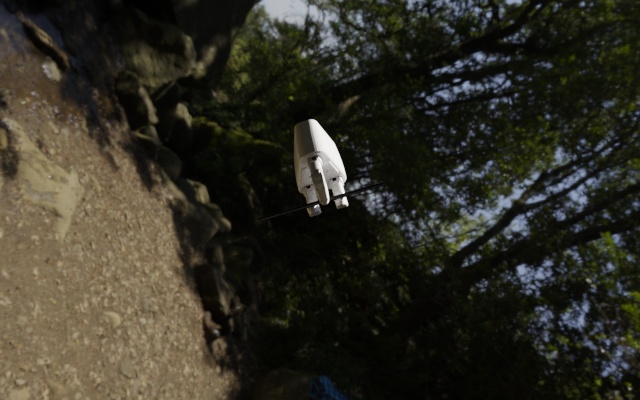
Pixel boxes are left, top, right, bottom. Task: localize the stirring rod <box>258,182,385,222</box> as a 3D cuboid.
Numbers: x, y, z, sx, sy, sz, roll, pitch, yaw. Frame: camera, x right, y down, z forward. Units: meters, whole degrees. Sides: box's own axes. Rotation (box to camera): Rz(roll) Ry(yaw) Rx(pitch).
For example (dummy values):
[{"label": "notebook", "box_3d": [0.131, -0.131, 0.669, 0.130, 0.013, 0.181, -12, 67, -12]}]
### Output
[{"label": "stirring rod", "box_3d": [0.000, 0.003, 0.875, 0.239, 0.011, 0.011, -16, -1, 4]}]
